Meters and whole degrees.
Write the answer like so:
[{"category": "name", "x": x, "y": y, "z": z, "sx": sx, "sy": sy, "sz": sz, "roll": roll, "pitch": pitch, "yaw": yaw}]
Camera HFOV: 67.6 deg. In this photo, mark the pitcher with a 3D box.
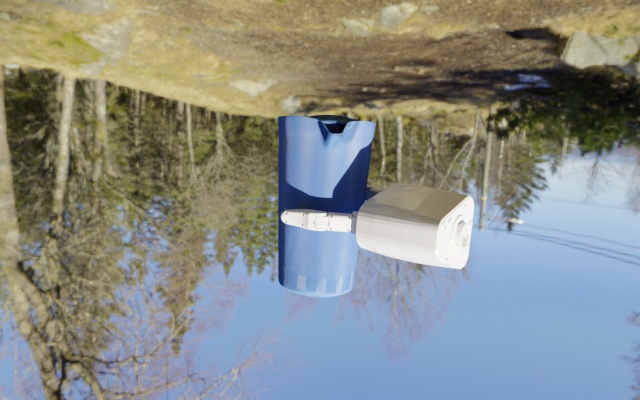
[{"category": "pitcher", "x": 0.000, "y": 0.002, "z": 0.675, "sx": 0.145, "sy": 0.243, "sz": 0.149, "roll": 9, "pitch": 8, "yaw": 35}]
